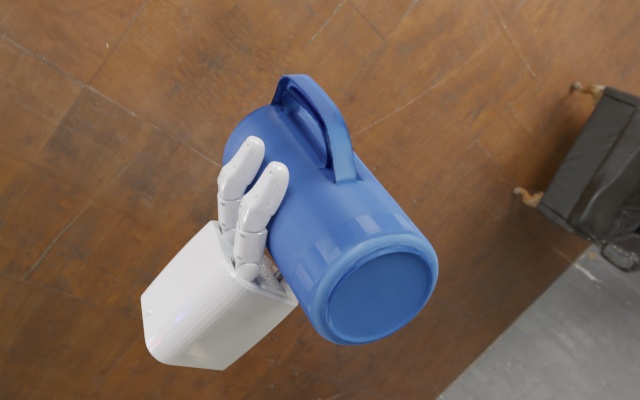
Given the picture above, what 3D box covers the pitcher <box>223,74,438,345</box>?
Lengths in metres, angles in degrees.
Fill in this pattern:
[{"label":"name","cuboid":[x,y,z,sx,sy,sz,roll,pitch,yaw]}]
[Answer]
[{"label":"pitcher","cuboid":[0.000,0.002,0.438,0.149,0.145,0.242,41,7,-39]}]
